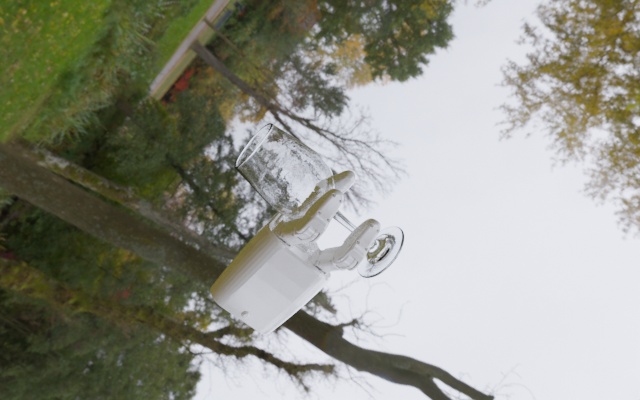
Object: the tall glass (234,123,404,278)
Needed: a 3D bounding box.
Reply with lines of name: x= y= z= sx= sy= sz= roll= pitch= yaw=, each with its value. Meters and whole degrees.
tall glass: x=0.001 y=0.002 z=0.537 sx=0.201 sy=0.079 sz=0.079 roll=40 pitch=-16 yaw=-20
